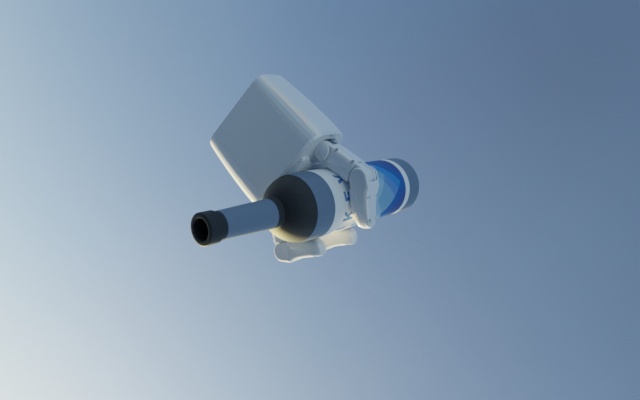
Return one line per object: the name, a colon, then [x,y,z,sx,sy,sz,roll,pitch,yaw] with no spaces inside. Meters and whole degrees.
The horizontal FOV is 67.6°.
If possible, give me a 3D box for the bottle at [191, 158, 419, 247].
bottle: [0.000,0.002,0.482,0.069,0.069,0.295,0,8,40]
